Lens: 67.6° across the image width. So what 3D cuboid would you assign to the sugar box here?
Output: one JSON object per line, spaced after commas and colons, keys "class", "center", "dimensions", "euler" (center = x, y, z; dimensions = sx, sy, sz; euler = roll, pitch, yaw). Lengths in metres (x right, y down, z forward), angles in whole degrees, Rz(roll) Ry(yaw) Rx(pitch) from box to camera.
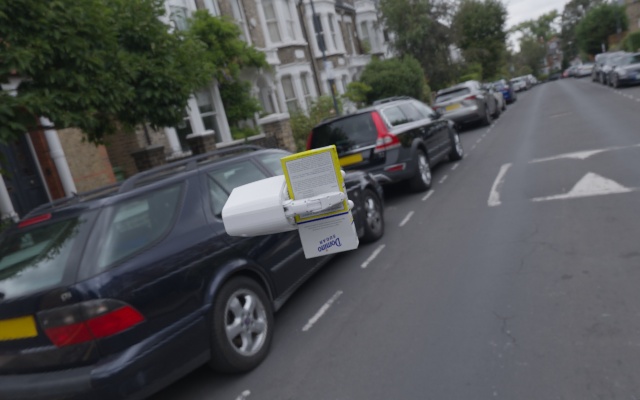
{"class": "sugar box", "center": [0.000, 0.002, 0.809], "dimensions": [0.093, 0.176, 0.048], "euler": [-12, 10, 10]}
